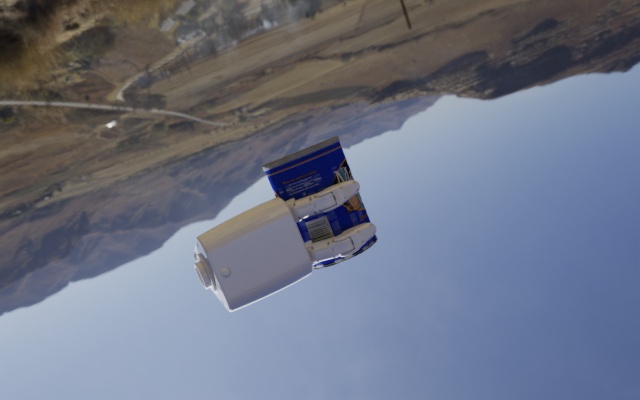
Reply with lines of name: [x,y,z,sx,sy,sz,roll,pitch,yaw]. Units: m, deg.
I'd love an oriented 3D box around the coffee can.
coffee can: [0.000,0.002,0.606,0.103,0.140,0.103,-22,7,3]
